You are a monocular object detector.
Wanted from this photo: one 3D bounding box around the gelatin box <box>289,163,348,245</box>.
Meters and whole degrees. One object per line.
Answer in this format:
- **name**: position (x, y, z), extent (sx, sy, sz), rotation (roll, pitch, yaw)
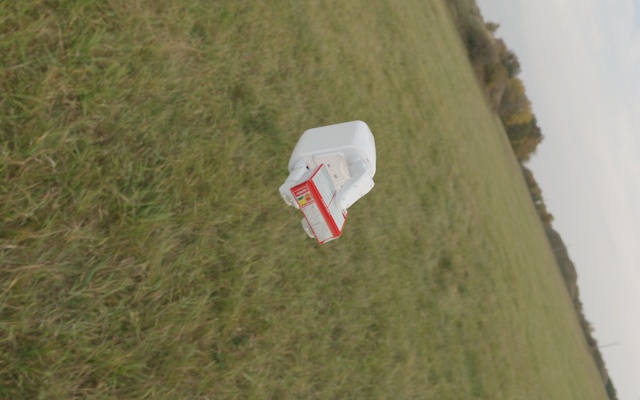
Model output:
- **gelatin box**: position (0.000, 0.002, 0.567), extent (0.030, 0.073, 0.089), rotation (-25, 11, 15)
